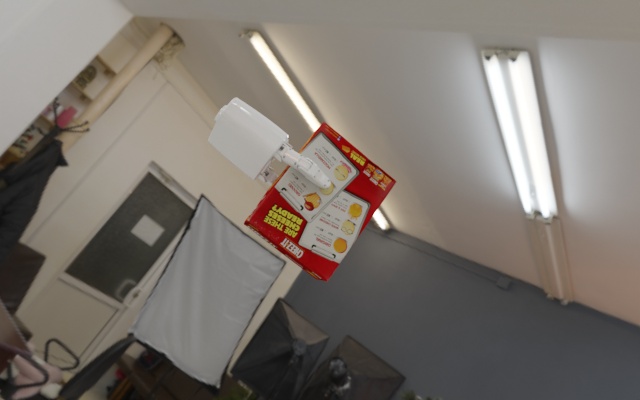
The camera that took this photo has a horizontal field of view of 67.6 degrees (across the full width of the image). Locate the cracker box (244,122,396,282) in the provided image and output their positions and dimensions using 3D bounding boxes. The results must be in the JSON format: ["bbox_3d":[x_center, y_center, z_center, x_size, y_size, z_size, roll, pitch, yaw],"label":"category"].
[{"bbox_3d":[0.000,0.002,0.808,0.164,0.213,0.072,38,-15,-8],"label":"cracker box"}]
